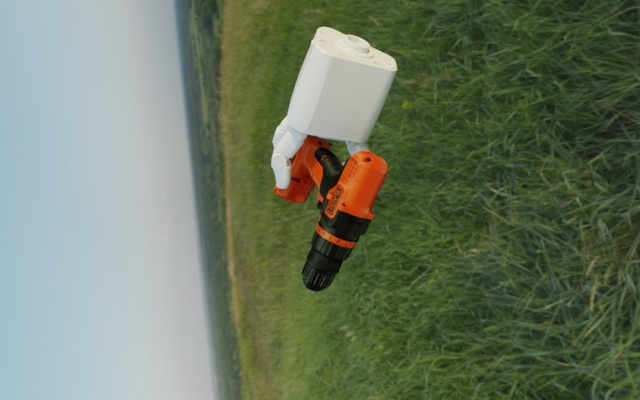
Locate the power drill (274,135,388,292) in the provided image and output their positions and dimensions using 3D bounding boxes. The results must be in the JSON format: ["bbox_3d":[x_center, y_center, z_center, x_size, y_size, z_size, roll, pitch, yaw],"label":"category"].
[{"bbox_3d":[0.000,0.002,0.630,0.057,0.184,0.187,18,15,-32],"label":"power drill"}]
